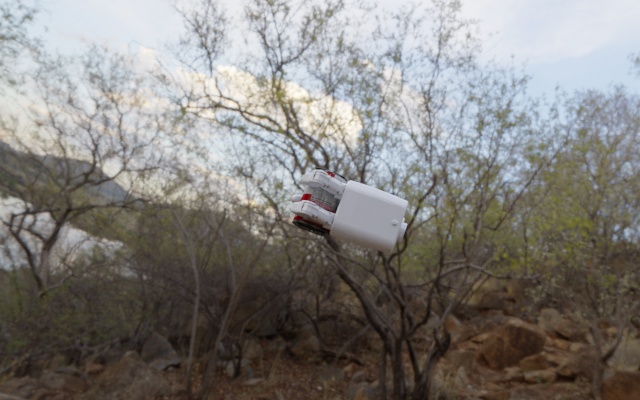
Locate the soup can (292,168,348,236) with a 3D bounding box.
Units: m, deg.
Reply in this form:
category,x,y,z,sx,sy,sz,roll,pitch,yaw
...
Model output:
category,x,y,z,sx,sy,sz,roll,pitch,yaw
soup can,0.000,0.002,0.829,0.068,0.102,0.068,20,-13,5
